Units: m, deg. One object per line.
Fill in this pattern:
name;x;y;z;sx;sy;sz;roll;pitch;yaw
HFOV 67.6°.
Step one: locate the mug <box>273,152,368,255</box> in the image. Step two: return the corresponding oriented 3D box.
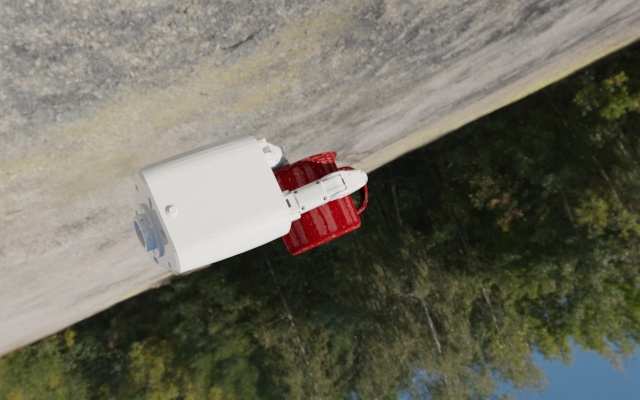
mug;0.001;0.001;0.505;0.117;0.081;0.093;-21;-6;-30
